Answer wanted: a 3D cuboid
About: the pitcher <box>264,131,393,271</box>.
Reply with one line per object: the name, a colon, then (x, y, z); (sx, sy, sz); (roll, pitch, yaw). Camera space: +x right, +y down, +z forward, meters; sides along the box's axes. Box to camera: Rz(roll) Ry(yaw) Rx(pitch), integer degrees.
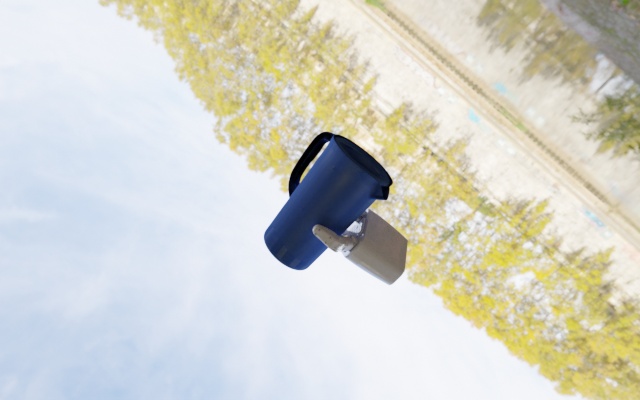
pitcher: (0.000, 0.003, 0.869); (0.145, 0.243, 0.149); (35, 20, -14)
